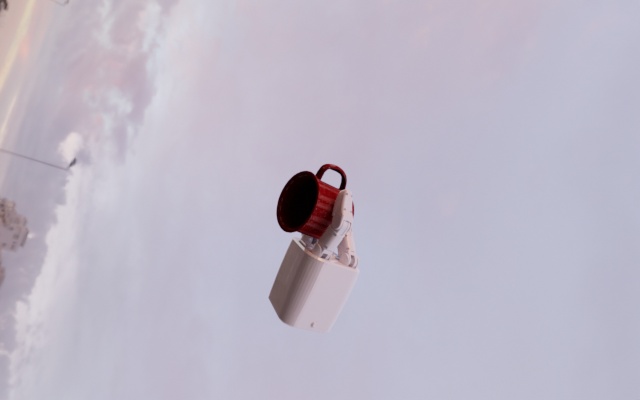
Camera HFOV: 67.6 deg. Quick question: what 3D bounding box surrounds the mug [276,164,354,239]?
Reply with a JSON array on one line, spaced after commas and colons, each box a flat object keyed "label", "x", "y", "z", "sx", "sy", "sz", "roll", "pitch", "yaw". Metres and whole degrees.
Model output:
[{"label": "mug", "x": 0.001, "y": 0.001, "z": 0.703, "sx": 0.081, "sy": 0.117, "sz": 0.093, "roll": 23, "pitch": 4, "yaw": -38}]
